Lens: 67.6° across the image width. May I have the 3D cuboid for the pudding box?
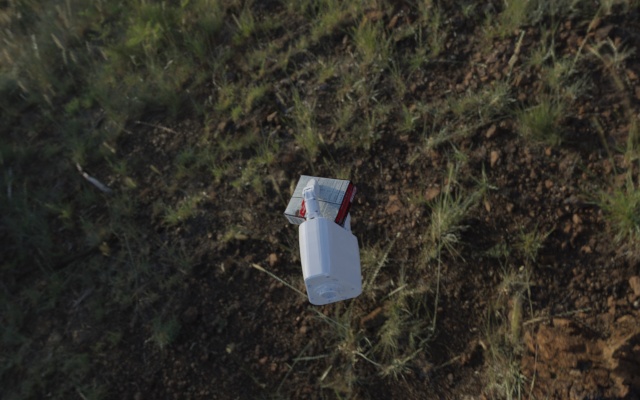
[{"bbox_3d":[0.000,0.003,0.864,0.113,0.090,0.039,9,-26,30],"label":"pudding box"}]
